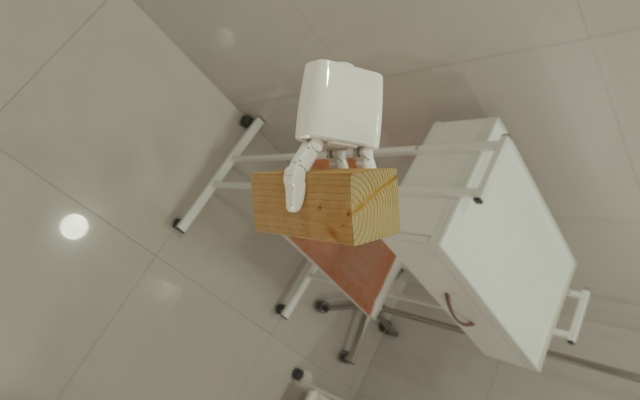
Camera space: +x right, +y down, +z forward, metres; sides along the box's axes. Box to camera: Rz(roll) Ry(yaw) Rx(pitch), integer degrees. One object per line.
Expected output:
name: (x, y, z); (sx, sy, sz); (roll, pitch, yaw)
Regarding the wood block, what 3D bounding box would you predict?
wood block: (0.000, 0.002, 0.671); (0.091, 0.090, 0.206); (-9, 9, -42)
